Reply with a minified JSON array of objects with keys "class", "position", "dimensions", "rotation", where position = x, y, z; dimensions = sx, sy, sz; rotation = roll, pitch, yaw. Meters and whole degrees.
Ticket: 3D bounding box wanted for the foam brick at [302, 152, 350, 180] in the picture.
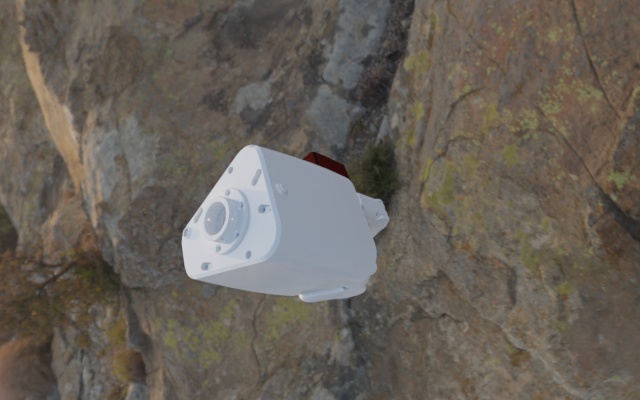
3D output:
[{"class":"foam brick","position":[0.000,0.001,0.467],"dimensions":[0.053,0.078,0.051],"rotation":[-36,-35,29]}]
